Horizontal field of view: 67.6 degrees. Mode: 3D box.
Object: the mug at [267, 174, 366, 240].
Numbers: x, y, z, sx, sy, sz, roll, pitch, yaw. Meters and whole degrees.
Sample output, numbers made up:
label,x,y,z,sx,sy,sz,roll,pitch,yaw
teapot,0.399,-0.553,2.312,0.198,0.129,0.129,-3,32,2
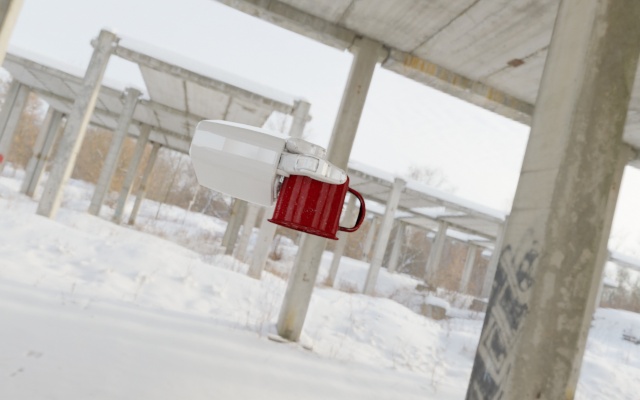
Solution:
label,x,y,z,sx,sy,sz,roll,pitch,yaw
mug,0.002,0.002,0.597,0.117,0.081,0.093,15,-6,-1
